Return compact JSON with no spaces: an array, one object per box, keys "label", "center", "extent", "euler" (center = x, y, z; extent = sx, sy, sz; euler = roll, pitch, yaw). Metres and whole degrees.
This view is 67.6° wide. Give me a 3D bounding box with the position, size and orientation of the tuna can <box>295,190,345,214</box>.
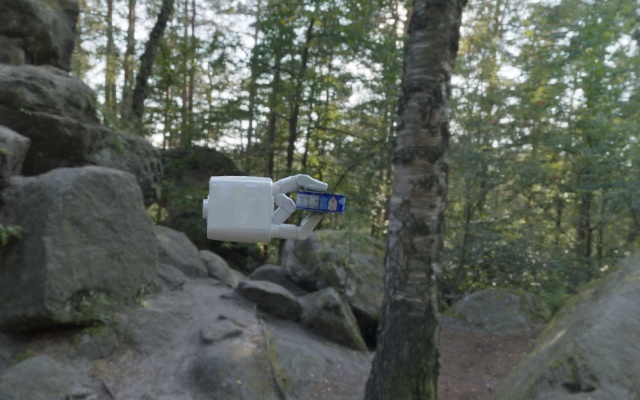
[{"label":"tuna can","center":[0.000,0.002,0.832],"extent":[0.086,0.034,0.086],"euler":[6,1,0]}]
